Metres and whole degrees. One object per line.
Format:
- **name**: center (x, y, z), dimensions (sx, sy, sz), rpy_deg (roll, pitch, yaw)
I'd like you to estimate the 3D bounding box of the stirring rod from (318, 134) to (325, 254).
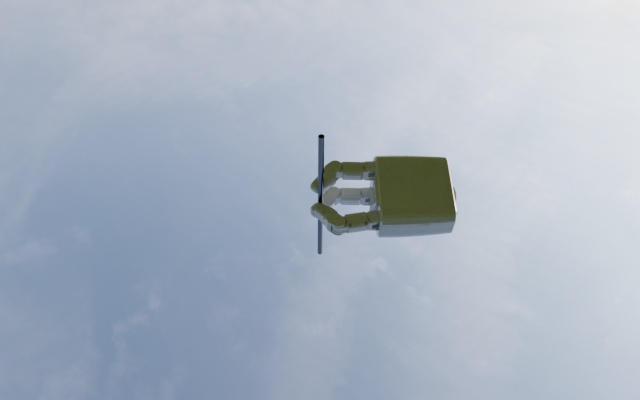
- **stirring rod**: center (0.000, 0.002, 0.673), dimensions (0.011, 0.011, 0.240), rpy_deg (0, -42, -1)
